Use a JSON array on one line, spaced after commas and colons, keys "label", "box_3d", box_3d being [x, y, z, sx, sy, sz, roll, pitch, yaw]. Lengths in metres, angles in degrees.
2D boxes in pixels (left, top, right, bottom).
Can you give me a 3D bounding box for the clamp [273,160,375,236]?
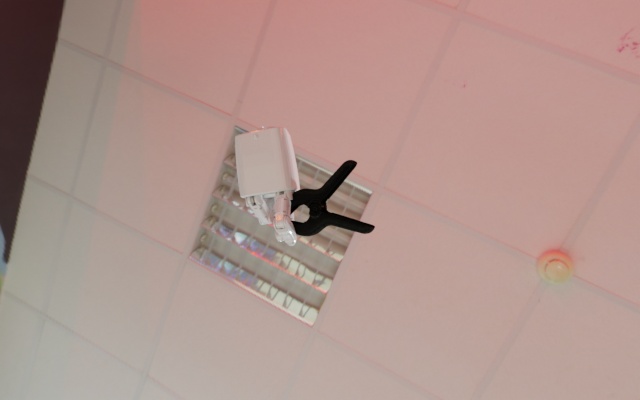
[{"label": "clamp", "box_3d": [0.000, 0.003, 0.784, 0.171, 0.120, 0.039, -8, -10, 18]}]
